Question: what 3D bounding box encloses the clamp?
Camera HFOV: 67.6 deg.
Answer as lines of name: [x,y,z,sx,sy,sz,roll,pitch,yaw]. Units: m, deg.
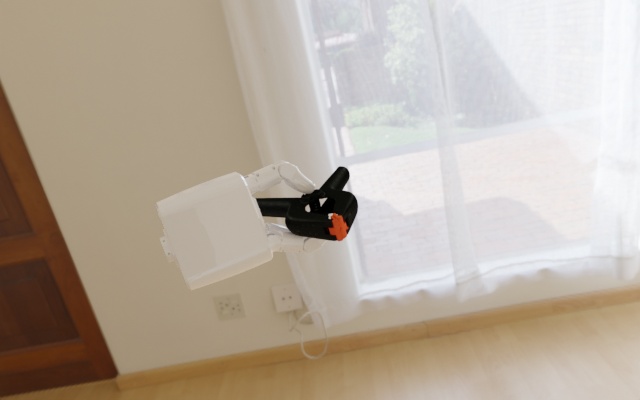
clamp: [0.000,0.002,0.632,0.164,0.036,0.210,-24,20,-17]
